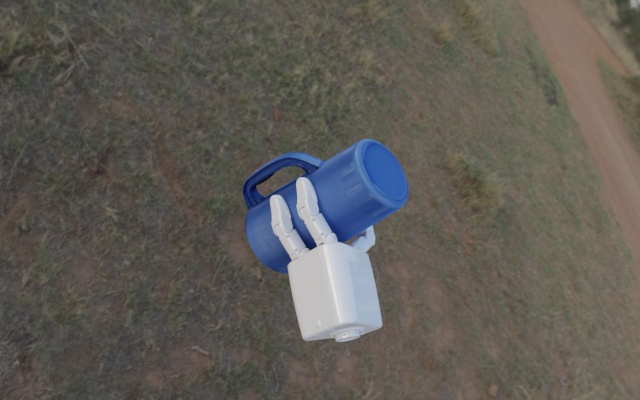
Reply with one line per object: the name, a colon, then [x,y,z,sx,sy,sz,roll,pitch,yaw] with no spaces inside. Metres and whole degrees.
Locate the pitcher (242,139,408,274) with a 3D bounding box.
pitcher: [0.000,0.003,0.716,0.149,0.145,0.243,14,-35,-42]
